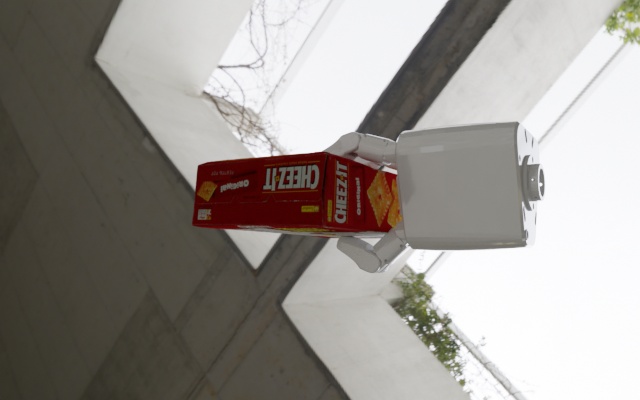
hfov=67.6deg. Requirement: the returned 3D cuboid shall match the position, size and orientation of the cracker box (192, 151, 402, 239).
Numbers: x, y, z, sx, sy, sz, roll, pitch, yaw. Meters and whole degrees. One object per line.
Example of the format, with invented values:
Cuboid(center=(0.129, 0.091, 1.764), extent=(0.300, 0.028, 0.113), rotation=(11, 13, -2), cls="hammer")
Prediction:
Cuboid(center=(0.000, 0.002, 0.514), extent=(0.164, 0.072, 0.214), rotation=(-2, -8, 35), cls="cracker box")
